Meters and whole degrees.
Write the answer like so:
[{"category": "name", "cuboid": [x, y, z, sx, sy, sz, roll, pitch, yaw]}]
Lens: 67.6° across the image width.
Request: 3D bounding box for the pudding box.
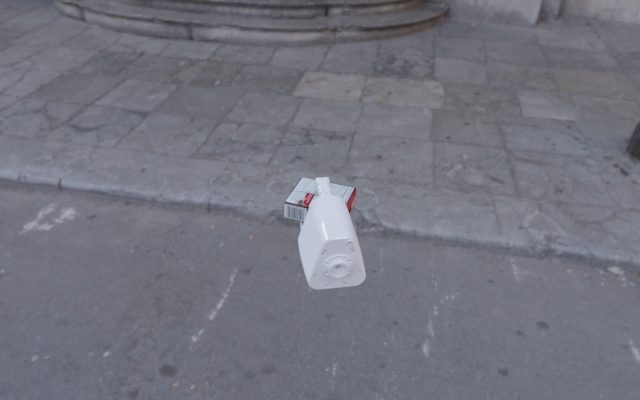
[{"category": "pudding box", "cuboid": [0.000, 0.003, 0.870, 0.113, 0.039, 0.090, 13, 37, 15]}]
